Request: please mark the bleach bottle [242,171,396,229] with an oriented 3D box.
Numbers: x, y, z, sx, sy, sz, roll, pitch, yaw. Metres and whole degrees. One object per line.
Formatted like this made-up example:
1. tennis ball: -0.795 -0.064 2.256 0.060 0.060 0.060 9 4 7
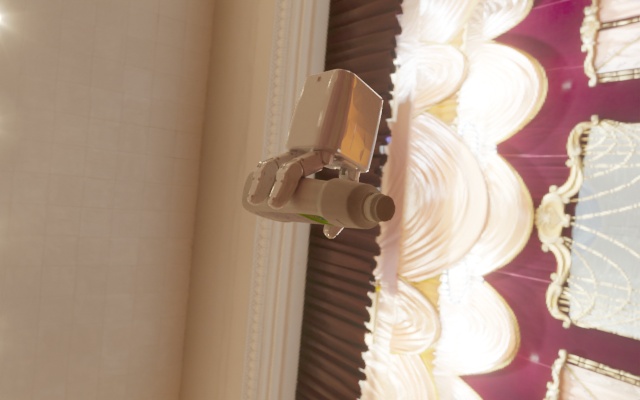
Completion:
1. bleach bottle: 0.000 0.002 0.606 0.102 0.068 0.251 16 -6 -37
